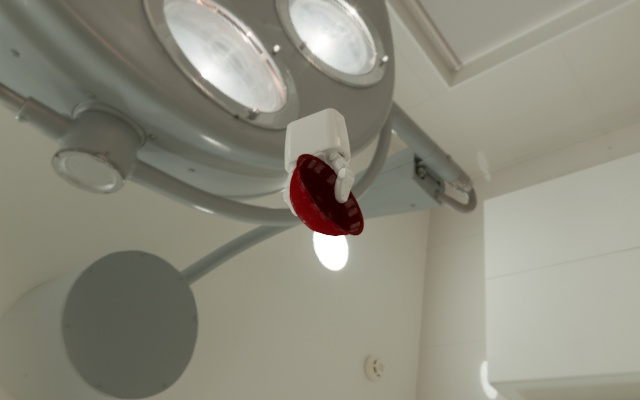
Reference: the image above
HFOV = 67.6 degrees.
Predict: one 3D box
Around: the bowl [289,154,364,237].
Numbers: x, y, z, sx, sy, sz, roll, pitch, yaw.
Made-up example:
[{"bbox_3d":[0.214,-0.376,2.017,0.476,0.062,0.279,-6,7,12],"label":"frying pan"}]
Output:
[{"bbox_3d":[0.000,0.004,0.787,0.055,0.162,0.162,-38,-17,23],"label":"bowl"}]
